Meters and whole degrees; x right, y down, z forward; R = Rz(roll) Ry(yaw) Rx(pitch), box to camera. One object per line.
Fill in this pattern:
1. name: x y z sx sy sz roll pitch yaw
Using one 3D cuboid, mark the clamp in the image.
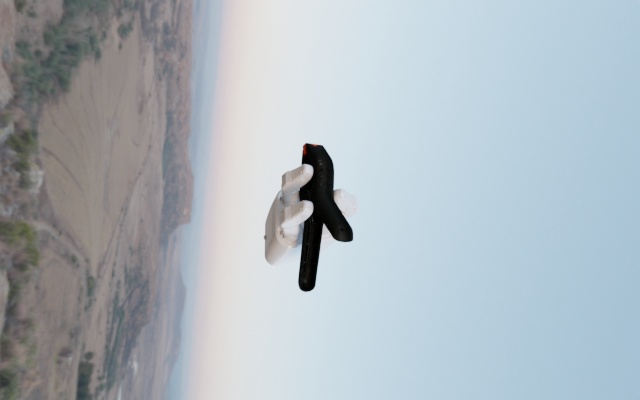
1. clamp: 0.001 0.002 0.650 0.036 0.210 0.165 7 -27 -19
